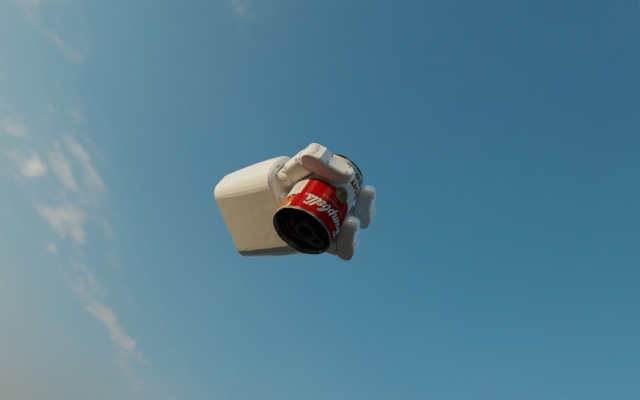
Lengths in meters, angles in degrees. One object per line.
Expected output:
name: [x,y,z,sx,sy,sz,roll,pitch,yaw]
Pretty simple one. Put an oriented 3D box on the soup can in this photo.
soup can: [0.001,0.001,0.539,0.068,0.068,0.102,0,39,32]
